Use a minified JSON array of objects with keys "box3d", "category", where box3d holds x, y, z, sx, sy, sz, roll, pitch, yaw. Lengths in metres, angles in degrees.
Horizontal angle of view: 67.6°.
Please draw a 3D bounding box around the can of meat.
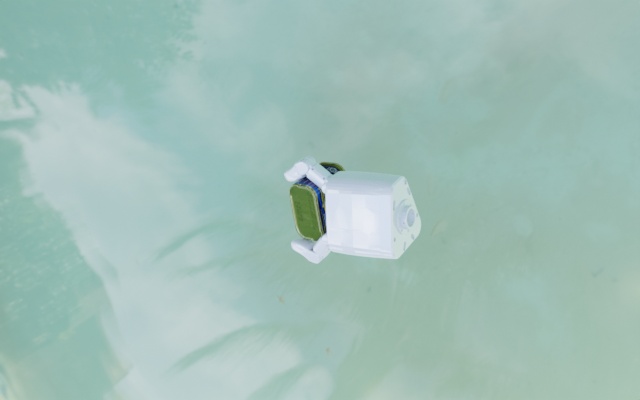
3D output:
[{"box3d":[0.000,0.003,0.750,0.057,0.102,0.084,9,32,34],"category":"can of meat"}]
